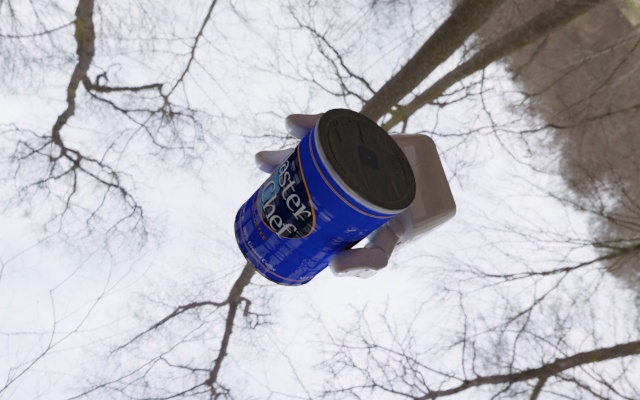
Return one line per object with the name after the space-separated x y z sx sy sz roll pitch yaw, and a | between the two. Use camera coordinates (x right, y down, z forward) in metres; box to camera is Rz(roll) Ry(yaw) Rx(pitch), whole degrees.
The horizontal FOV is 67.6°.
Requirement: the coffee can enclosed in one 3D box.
0.000 0.001 0.430 0.103 0.102 0.140 0 -32 -43 | coffee can
